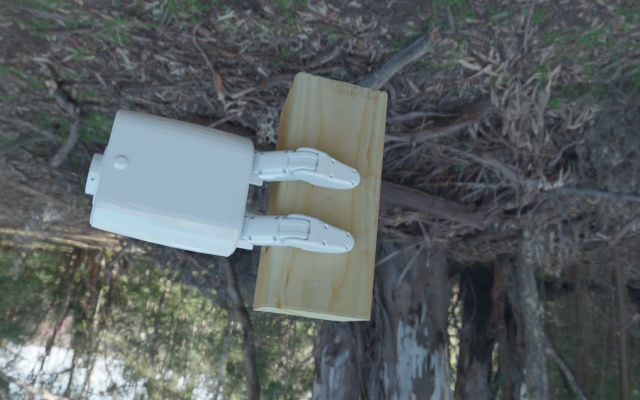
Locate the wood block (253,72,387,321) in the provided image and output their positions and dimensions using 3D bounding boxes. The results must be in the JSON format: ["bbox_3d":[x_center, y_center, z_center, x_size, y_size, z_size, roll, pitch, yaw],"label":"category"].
[{"bbox_3d":[0.000,0.002,0.444,0.090,0.206,0.091,10,-16,-12],"label":"wood block"}]
